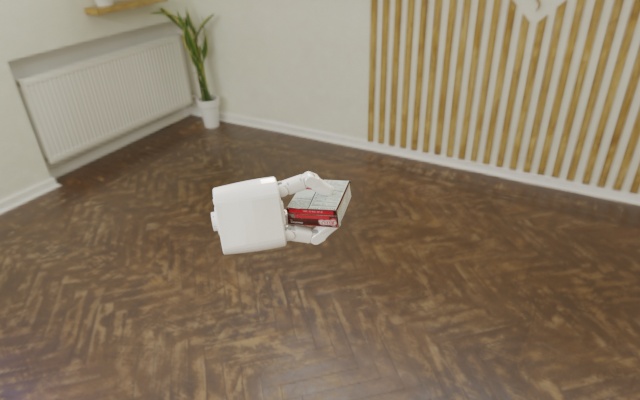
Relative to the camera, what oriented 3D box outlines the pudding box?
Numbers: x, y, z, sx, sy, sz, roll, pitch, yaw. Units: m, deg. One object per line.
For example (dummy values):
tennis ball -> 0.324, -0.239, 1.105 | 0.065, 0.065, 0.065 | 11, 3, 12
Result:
pudding box -> 0.000, 0.003, 0.833 | 0.090, 0.039, 0.113 | 4, 32, 15
